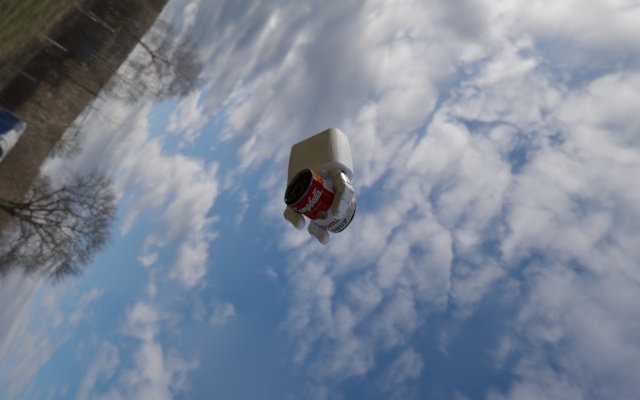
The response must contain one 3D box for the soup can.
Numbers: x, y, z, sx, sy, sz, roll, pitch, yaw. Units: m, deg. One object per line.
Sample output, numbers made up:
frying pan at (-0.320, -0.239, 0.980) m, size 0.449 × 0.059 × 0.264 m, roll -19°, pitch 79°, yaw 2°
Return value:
soup can at (0.000, 0.003, 0.786) m, size 0.102 × 0.068 × 0.068 m, roll 34°, pitch -18°, yaw -29°
